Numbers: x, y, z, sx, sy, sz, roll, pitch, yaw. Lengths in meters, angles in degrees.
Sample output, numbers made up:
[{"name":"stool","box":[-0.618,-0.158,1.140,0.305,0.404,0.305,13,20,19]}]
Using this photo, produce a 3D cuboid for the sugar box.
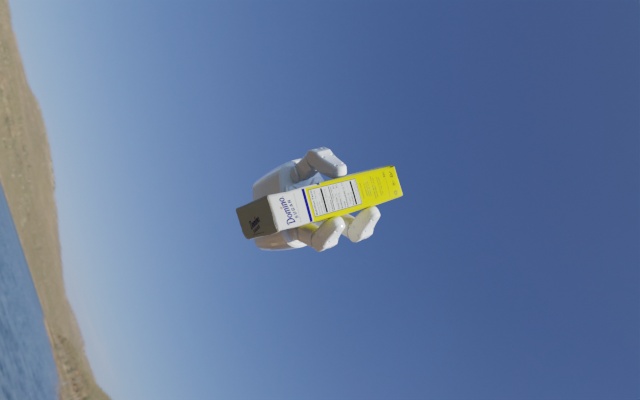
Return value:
[{"name":"sugar box","box":[0.000,0.002,0.562,0.176,0.048,0.093,-18,0,-32]}]
